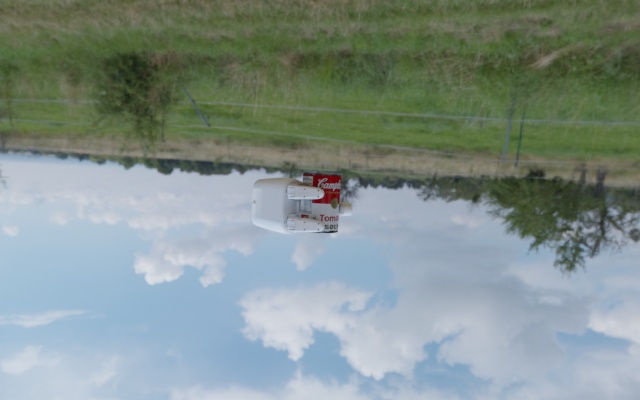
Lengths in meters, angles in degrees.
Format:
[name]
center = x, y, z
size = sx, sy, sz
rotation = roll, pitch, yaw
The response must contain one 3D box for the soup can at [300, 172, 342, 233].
[soup can]
center = 0.001, 0.003, 0.829
size = 0.068, 0.102, 0.068
rotation = 3, 2, 0
